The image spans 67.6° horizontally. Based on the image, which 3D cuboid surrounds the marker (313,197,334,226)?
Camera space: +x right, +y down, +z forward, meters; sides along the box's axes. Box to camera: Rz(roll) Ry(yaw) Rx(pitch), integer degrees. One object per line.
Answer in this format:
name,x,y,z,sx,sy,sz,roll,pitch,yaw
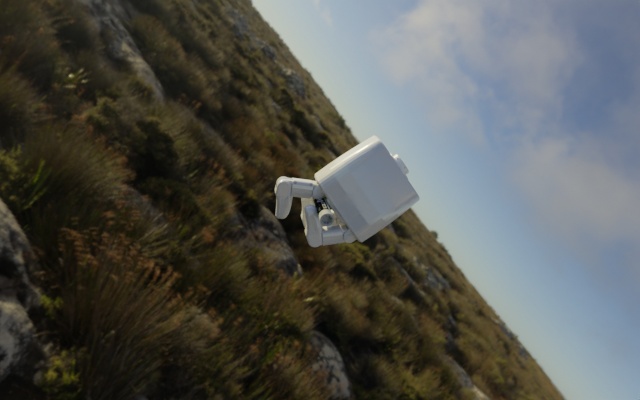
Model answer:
marker,0.000,0.002,0.679,0.020,0.020,0.121,0,23,-9
